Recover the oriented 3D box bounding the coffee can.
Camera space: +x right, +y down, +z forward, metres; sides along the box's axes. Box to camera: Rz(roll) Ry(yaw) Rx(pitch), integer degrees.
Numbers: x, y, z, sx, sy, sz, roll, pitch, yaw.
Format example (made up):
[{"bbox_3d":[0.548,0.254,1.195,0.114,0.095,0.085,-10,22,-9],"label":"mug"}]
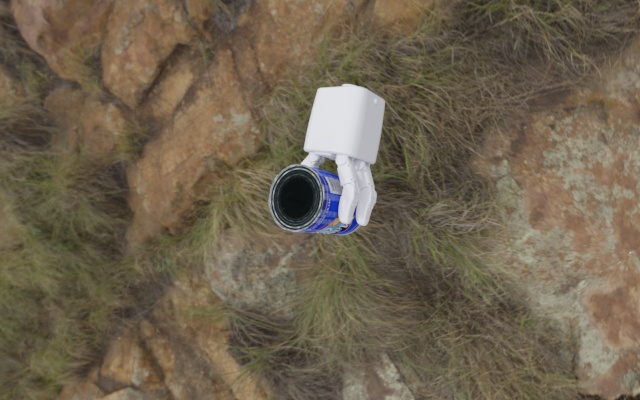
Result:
[{"bbox_3d":[0.000,0.003,0.769,0.103,0.103,0.140,0,-5,33],"label":"coffee can"}]
